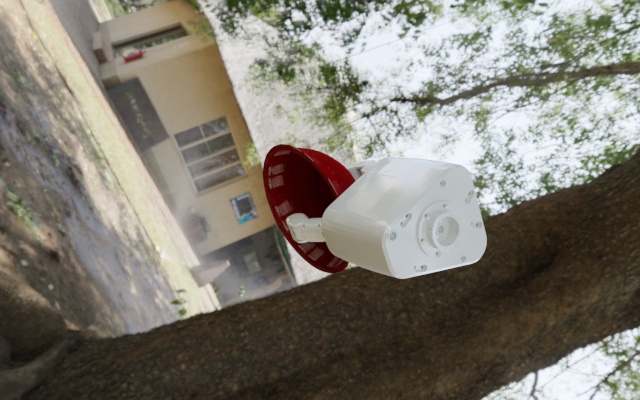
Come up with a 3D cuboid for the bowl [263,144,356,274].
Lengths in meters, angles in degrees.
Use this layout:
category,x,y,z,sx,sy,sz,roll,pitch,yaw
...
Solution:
category,x,y,z,sx,sy,sz,roll,pitch,yaw
bowl,0.000,0.001,0.559,0.055,0.162,0.162,-28,15,-30
